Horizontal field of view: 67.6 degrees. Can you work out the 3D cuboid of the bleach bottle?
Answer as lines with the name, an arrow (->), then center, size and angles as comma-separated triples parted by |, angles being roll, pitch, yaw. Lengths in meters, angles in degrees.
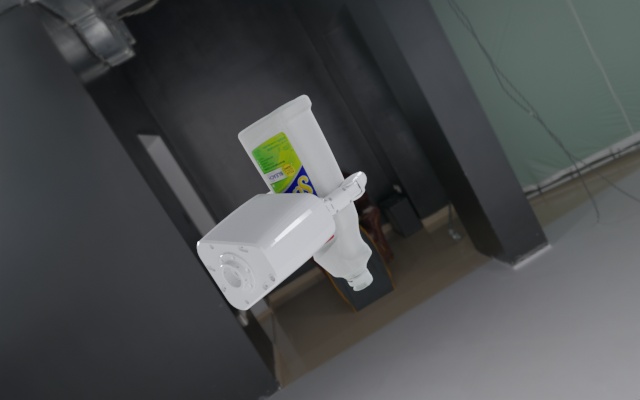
bleach bottle -> 0.000, 0.002, 0.604 | 0.102, 0.251, 0.068 | -22, 13, 41
